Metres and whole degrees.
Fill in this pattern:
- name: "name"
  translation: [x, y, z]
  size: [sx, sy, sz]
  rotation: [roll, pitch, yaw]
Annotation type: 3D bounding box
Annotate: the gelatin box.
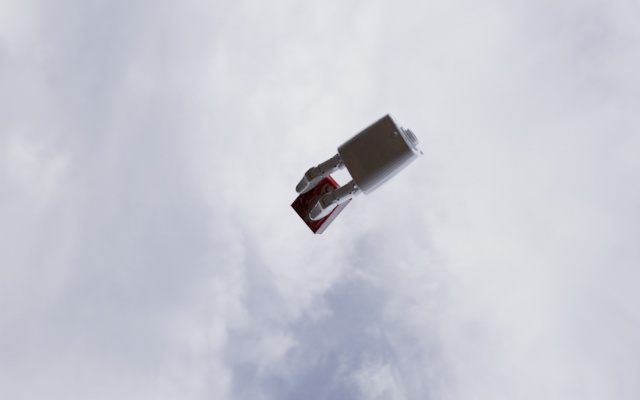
- name: "gelatin box"
  translation: [0.000, 0.003, 0.829]
  size: [0.073, 0.089, 0.030]
  rotation: [48, 19, 25]
